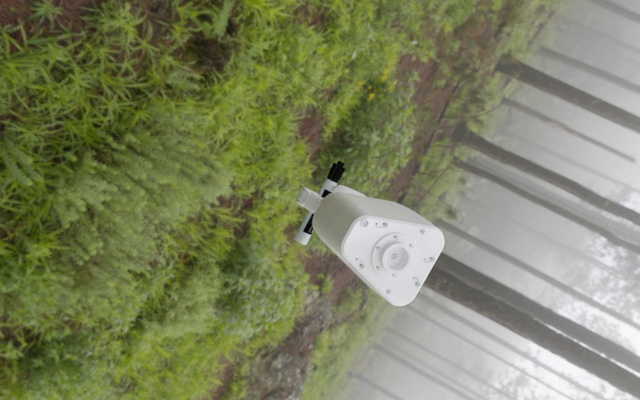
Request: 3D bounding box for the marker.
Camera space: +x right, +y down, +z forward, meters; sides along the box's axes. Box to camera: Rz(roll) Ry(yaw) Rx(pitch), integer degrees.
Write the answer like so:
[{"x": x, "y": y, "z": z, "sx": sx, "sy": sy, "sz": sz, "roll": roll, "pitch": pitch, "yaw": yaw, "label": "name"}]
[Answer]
[{"x": 0.000, "y": 0.002, "z": 0.638, "sx": 0.020, "sy": 0.121, "sz": 0.020, "roll": 28, "pitch": 4, "yaw": -2, "label": "marker"}]
